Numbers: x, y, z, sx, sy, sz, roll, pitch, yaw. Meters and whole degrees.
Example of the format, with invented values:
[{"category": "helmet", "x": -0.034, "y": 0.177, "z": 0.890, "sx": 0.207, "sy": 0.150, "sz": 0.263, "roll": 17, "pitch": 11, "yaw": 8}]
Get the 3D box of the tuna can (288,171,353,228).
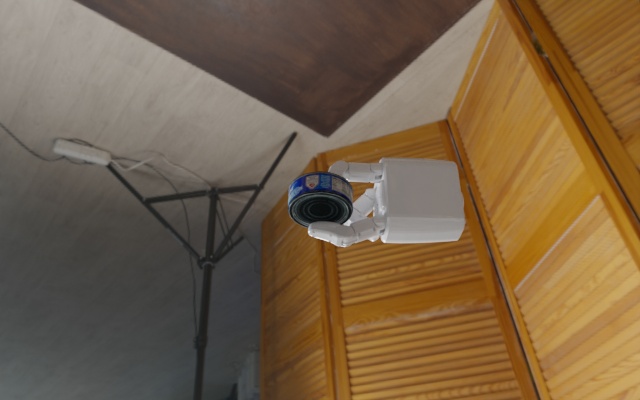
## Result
[{"category": "tuna can", "x": 0.000, "y": 0.003, "z": 0.623, "sx": 0.086, "sy": 0.033, "sz": 0.086, "roll": 1, "pitch": -37, "yaw": 1}]
